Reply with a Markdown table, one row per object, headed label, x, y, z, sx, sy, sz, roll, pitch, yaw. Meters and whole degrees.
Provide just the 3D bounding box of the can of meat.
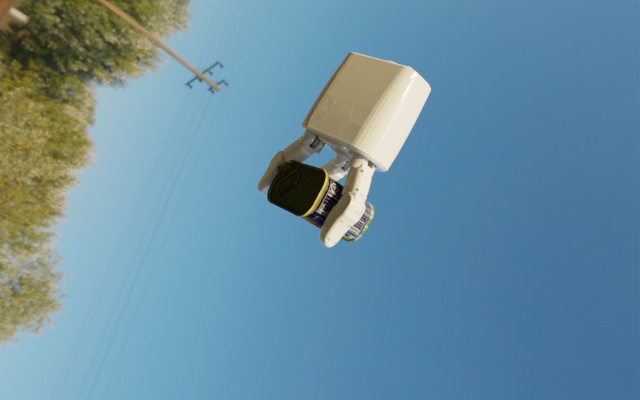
| label | x | y | z | sx | sy | sz | roll | pitch | yaw |
| --- | --- | --- | --- | --- | --- | --- | --- | --- | --- |
| can of meat | 0.000 | 0.002 | 0.555 | 0.084 | 0.057 | 0.102 | 31 | -6 | -35 |
